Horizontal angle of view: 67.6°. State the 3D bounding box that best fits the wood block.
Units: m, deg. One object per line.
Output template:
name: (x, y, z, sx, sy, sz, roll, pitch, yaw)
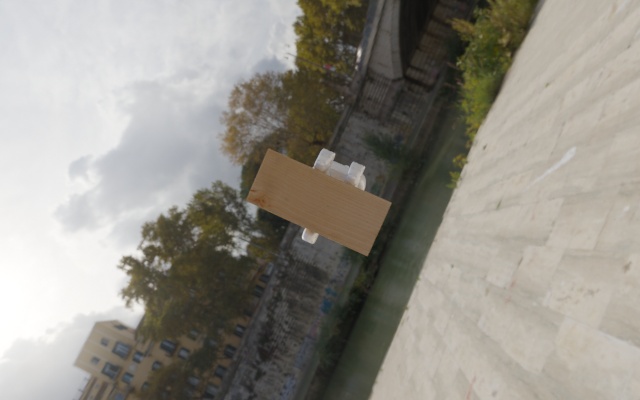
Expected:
wood block: (0.000, 0.003, 0.766, 0.206, 0.091, 0.090, 24, 2, 6)
